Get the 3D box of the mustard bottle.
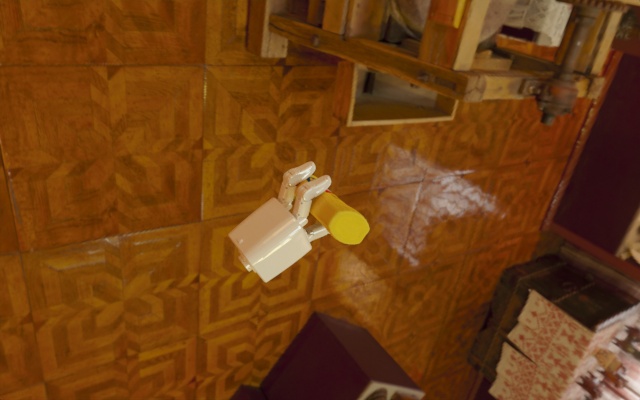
[{"bbox_3d":[0.001,0.003,0.854,0.096,0.058,0.191,28,9,-44],"label":"mustard bottle"}]
